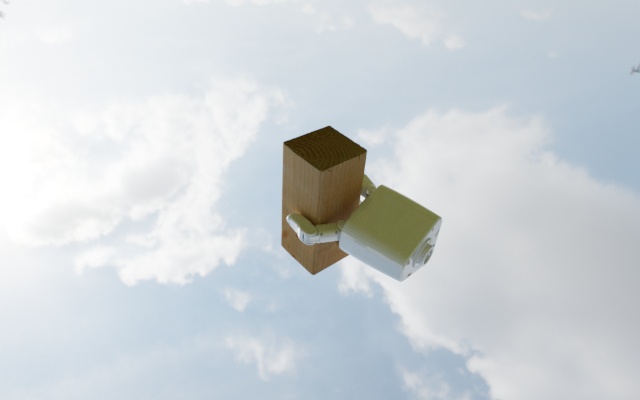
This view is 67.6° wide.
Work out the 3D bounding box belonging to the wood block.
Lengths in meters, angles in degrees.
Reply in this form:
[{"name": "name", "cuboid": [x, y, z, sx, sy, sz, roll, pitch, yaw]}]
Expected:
[{"name": "wood block", "cuboid": [0.000, 0.003, 0.741, 0.091, 0.206, 0.090, -25, 48, -32]}]
